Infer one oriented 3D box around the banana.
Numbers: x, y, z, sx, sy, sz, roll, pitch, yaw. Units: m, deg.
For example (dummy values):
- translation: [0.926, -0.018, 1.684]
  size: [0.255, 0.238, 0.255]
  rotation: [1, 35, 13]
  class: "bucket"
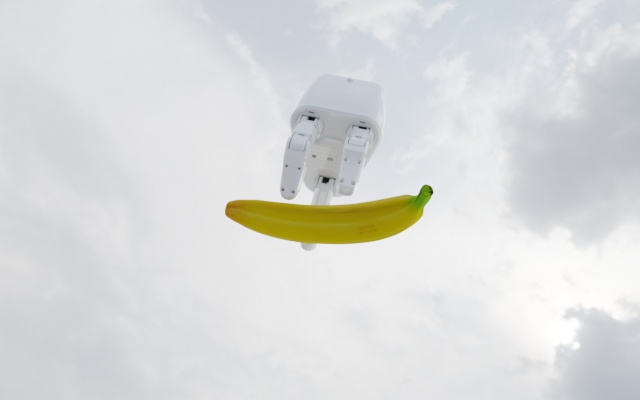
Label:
- translation: [0.009, 0.014, 0.442]
  size: [0.198, 0.037, 0.070]
  rotation: [-6, -44, 21]
  class: "banana"
